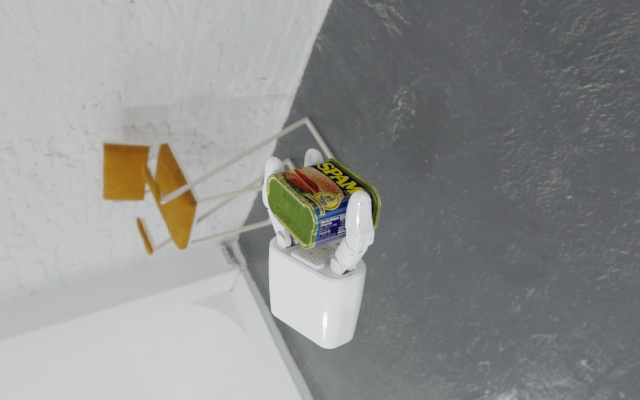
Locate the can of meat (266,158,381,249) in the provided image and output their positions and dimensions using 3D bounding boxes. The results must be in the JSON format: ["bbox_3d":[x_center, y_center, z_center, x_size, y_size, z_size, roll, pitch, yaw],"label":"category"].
[{"bbox_3d":[0.000,0.002,0.518,0.084,0.057,0.102,-15,38,-31],"label":"can of meat"}]
